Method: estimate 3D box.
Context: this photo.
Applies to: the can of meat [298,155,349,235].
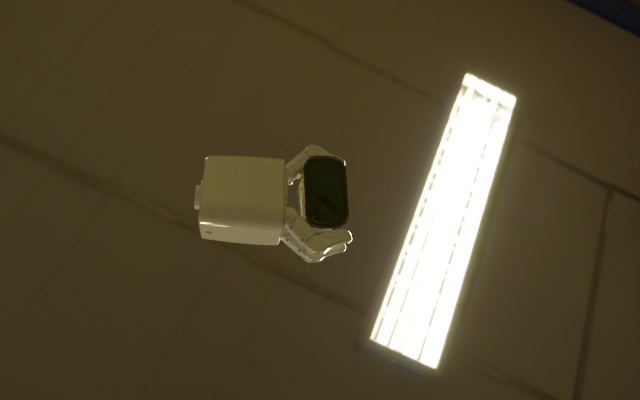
[{"bbox_3d":[0.000,0.002,0.660,0.057,0.102,0.084,1,-21,-11],"label":"can of meat"}]
